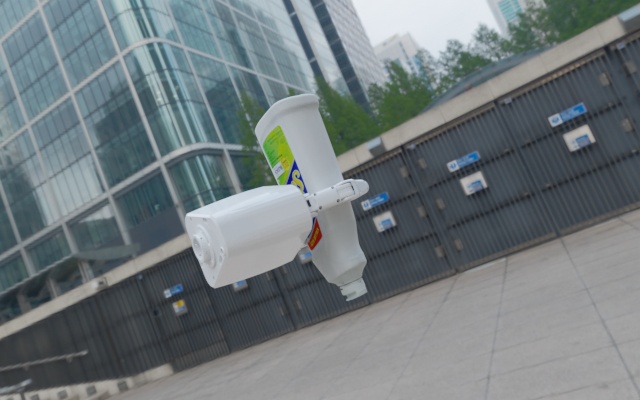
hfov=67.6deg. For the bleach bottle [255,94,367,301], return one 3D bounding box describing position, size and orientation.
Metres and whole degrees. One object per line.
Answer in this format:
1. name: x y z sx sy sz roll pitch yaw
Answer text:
1. bleach bottle: 0.000 0.002 0.599 0.068 0.251 0.102 -20 -7 -31
